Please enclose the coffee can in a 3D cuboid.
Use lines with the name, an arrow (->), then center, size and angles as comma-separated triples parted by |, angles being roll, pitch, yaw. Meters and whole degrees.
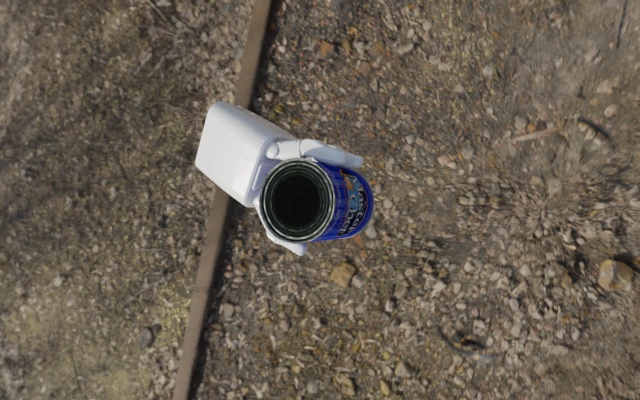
coffee can -> 0.000, 0.002, 0.624 | 0.103, 0.103, 0.140 | 0, -1, 25
